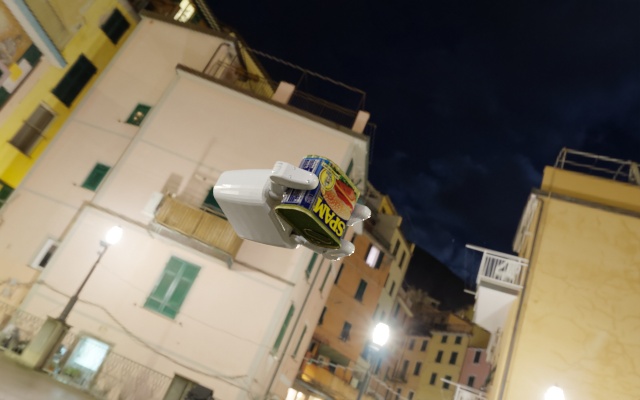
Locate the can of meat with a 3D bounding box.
[{"bbox_3d":[0.000,0.002,0.621,0.057,0.084,0.102,3,-31,40],"label":"can of meat"}]
